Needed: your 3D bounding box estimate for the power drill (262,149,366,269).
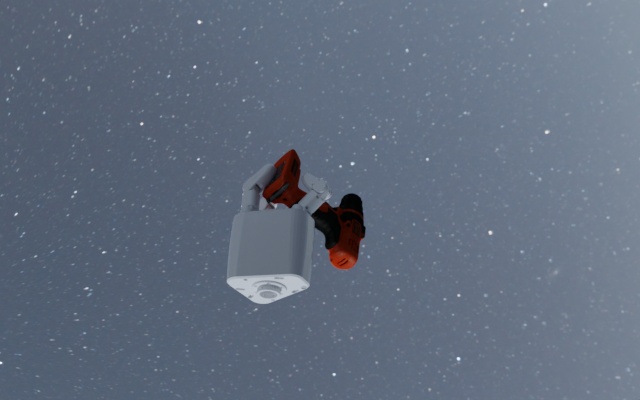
[{"bbox_3d":[0.000,0.002,0.793,0.057,0.188,0.184,-40,20,28],"label":"power drill"}]
